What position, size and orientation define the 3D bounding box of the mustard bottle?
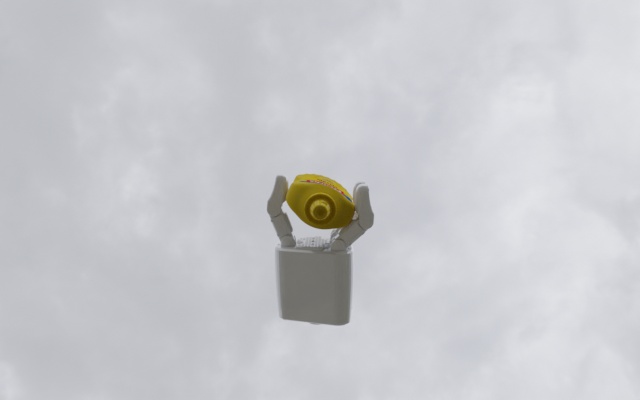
[{"bbox_3d":[0.000,0.002,0.668,0.096,0.058,0.191,24,8,-3],"label":"mustard bottle"}]
